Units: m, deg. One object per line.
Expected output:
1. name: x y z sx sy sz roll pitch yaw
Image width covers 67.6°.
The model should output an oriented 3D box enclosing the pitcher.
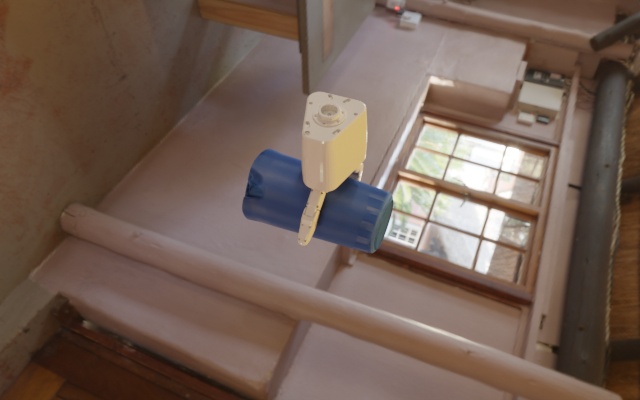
1. pitcher: 0.000 0.003 0.837 0.243 0.149 0.145 18 -35 16
